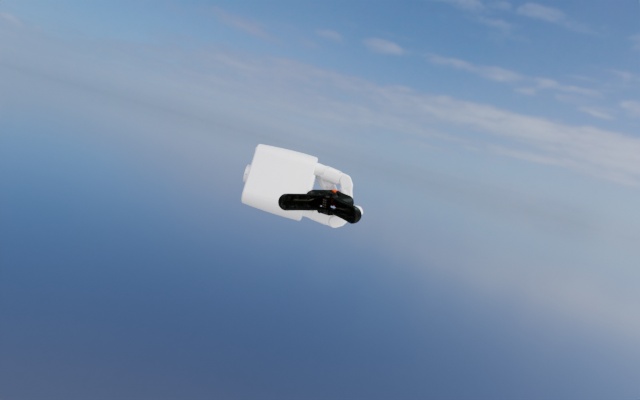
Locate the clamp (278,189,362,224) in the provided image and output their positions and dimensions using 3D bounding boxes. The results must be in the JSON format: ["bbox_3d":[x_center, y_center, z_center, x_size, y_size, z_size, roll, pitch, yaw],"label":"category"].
[{"bbox_3d":[0.000,0.002,0.743,0.120,0.039,0.171,15,6,-1],"label":"clamp"}]
